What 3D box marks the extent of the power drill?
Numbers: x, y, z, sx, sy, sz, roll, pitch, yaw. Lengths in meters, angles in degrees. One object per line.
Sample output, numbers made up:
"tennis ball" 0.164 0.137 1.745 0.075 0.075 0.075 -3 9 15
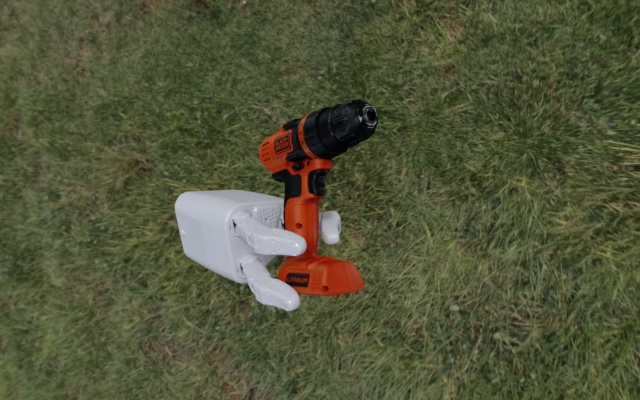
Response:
"power drill" 0.000 0.002 0.498 0.057 0.187 0.184 0 -7 -33
